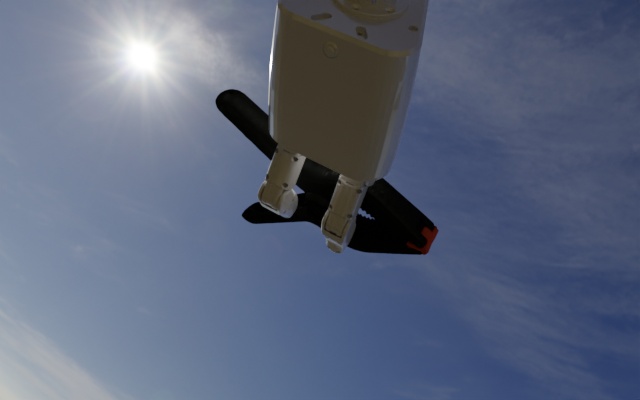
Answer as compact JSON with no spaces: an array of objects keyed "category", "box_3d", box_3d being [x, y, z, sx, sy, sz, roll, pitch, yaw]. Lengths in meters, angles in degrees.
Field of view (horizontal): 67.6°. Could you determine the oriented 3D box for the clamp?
[{"category":"clamp","box_3d":[0.001,0.001,0.435,0.210,0.036,0.165,27,-34,14]}]
